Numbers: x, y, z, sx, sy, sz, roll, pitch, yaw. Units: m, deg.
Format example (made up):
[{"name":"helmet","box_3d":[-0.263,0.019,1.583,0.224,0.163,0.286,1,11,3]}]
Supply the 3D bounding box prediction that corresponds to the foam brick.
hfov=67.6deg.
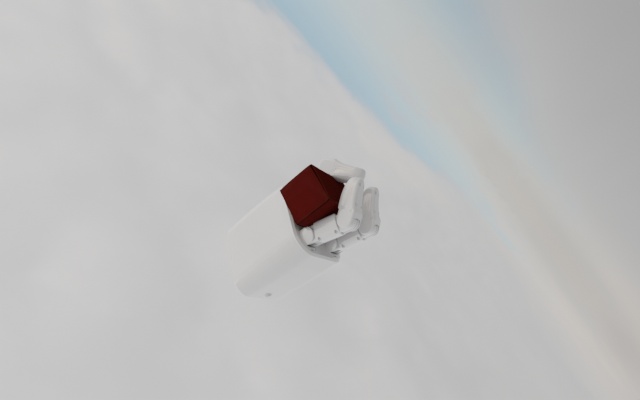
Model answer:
[{"name":"foam brick","box_3d":[0.000,0.002,0.563,0.051,0.053,0.078,-37,-30,18]}]
